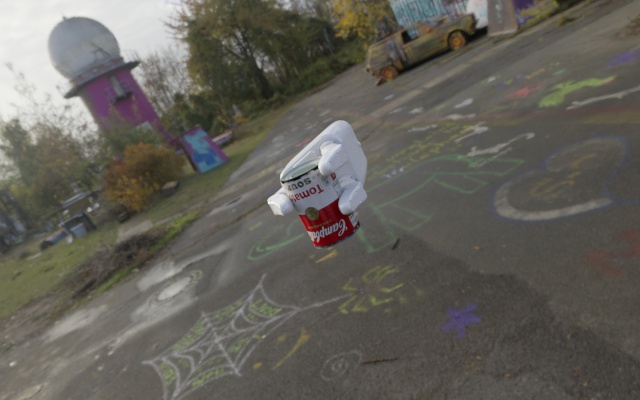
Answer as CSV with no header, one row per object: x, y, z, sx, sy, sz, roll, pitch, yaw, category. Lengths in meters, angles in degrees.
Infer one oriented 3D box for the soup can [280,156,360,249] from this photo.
0.000,0.002,0.620,0.068,0.102,0.068,-25,16,8,soup can
